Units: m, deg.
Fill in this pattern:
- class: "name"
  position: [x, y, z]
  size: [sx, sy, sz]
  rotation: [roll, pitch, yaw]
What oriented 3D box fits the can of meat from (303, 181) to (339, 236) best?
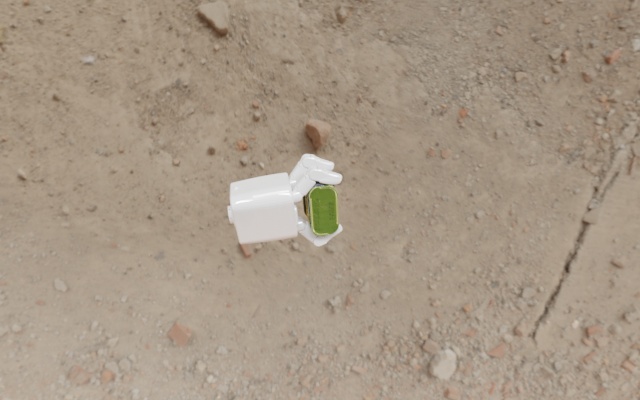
- class: "can of meat"
  position: [0.000, 0.003, 0.866]
  size: [0.057, 0.102, 0.084]
  rotation: [-7, 25, -7]
